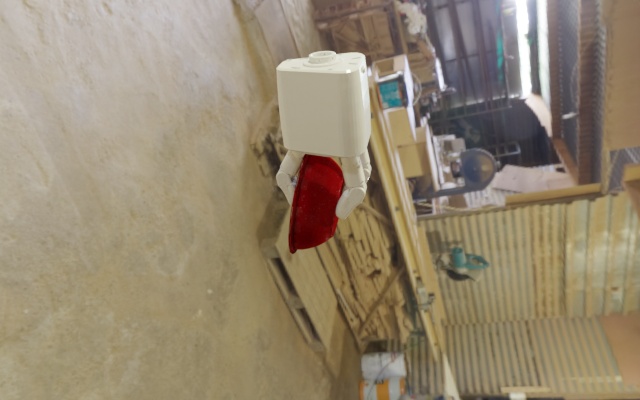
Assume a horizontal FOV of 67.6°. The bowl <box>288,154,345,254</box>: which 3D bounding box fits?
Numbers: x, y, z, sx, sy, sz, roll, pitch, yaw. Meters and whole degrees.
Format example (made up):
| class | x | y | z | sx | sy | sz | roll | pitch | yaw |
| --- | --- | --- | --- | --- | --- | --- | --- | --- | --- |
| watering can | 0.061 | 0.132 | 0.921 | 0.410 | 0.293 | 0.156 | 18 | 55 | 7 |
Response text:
| class | x | y | z | sx | sy | sz | roll | pitch | yaw |
| --- | --- | --- | --- | --- | --- | --- | --- | --- | --- |
| bowl | 0.000 | 0.003 | 0.684 | 0.055 | 0.162 | 0.162 | 11 | 1 | 6 |
